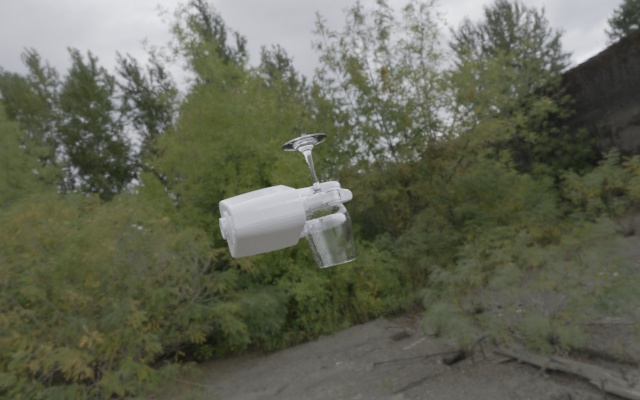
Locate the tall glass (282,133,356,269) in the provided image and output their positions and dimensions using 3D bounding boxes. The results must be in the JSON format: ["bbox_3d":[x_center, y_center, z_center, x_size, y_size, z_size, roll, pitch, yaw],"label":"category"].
[{"bbox_3d":[0.000,0.002,0.748,0.079,0.201,0.079,-15,-6,-2],"label":"tall glass"}]
